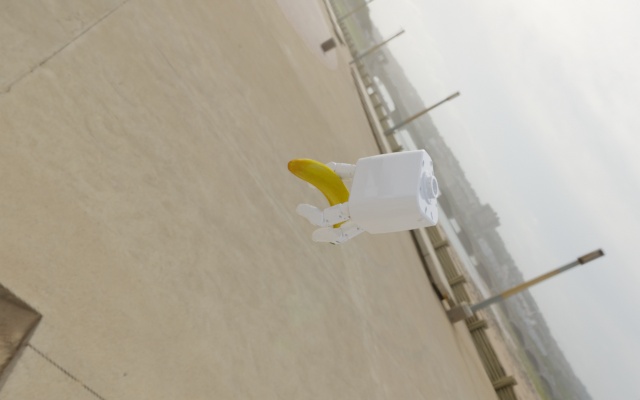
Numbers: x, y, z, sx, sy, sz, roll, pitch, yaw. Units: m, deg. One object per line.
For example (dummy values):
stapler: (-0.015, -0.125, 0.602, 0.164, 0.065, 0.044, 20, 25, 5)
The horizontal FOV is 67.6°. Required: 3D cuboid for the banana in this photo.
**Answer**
banana: (0.012, -0.009, 0.762, 0.037, 0.069, 0.198, 19, -30, 41)
